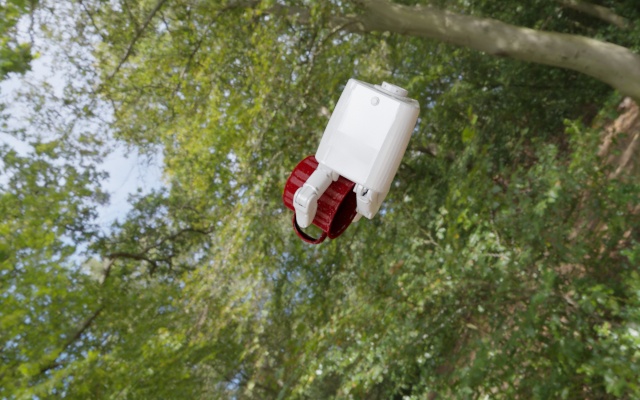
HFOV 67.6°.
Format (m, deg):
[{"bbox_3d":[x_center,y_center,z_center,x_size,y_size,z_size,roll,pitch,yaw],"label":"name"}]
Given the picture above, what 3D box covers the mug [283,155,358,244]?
[{"bbox_3d":[-0.001,0.003,0.639,0.081,0.117,0.093,31,20,20],"label":"mug"}]
